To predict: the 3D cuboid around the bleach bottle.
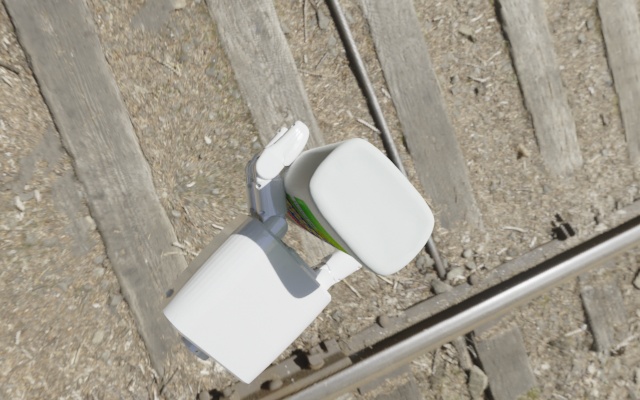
[{"bbox_3d":[0.000,0.001,0.453,0.068,0.102,0.251,-45,13,-12],"label":"bleach bottle"}]
